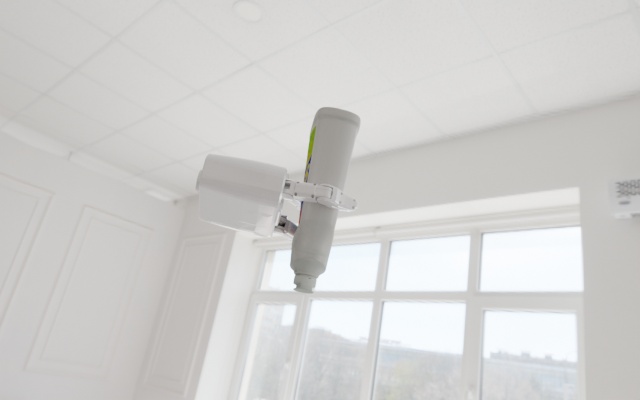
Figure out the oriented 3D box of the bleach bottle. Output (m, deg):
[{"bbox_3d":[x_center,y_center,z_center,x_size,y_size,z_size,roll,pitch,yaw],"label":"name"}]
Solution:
[{"bbox_3d":[0.000,0.002,0.669,0.068,0.250,0.103,13,-21,-6],"label":"bleach bottle"}]
